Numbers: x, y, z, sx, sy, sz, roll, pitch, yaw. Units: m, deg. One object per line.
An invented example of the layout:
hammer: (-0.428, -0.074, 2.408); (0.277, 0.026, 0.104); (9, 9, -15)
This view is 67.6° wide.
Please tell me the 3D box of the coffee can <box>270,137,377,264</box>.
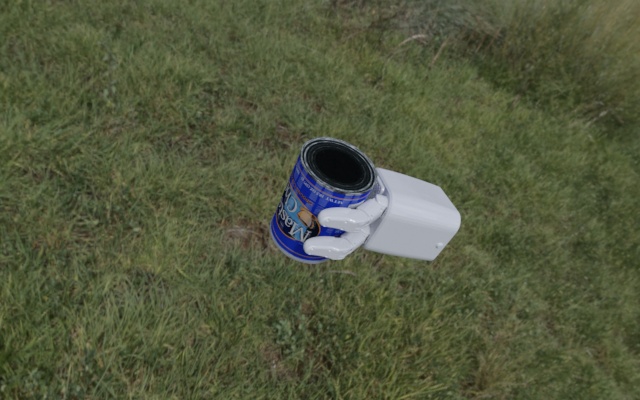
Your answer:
coffee can: (0.000, 0.002, 0.635); (0.103, 0.102, 0.140); (0, -43, -27)
